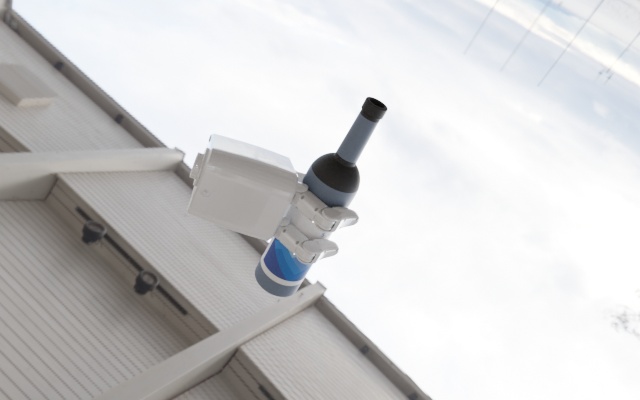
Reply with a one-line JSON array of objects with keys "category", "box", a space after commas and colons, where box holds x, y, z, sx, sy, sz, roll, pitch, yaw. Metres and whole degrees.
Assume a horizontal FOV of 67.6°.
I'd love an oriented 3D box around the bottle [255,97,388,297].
[{"category": "bottle", "box": [0.000, 0.002, 0.603, 0.069, 0.296, 0.069, 21, 32, -14]}]
